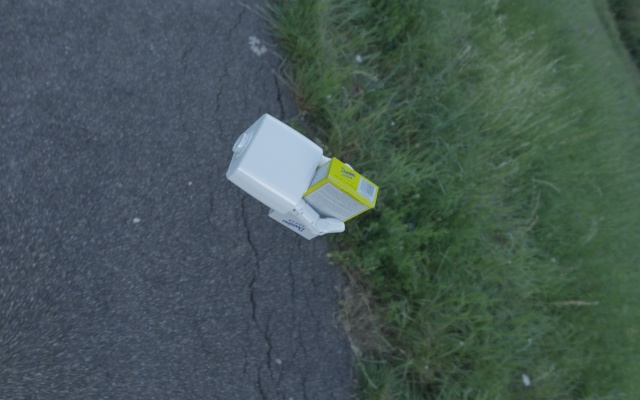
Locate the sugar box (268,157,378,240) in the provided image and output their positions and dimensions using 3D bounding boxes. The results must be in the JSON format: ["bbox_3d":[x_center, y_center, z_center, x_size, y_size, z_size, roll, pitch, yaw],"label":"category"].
[{"bbox_3d":[0.000,0.002,0.769,0.093,0.048,0.176,33,-34,-23],"label":"sugar box"}]
